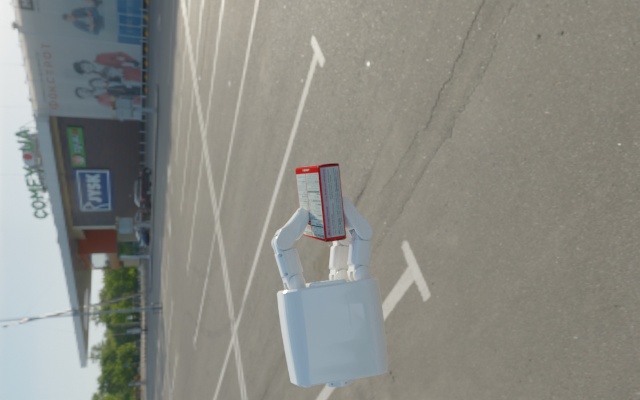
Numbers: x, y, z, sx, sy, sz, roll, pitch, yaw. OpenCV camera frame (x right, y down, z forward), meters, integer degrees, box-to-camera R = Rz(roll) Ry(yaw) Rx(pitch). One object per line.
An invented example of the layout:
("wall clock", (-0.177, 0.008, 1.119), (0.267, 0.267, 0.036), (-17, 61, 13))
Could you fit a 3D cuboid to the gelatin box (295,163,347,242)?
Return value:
("gelatin box", (0.000, 0.002, 0.571), (0.030, 0.089, 0.073), (-8, 5, -23))
